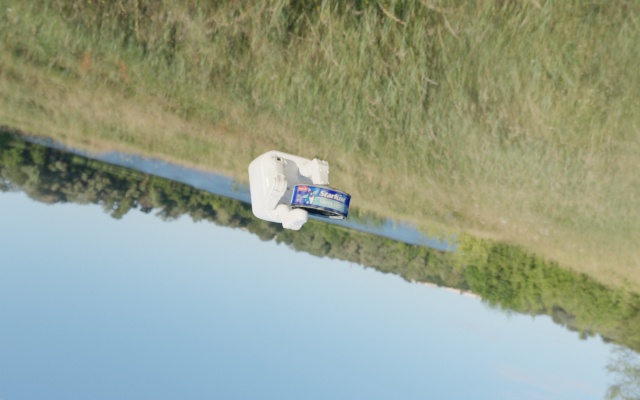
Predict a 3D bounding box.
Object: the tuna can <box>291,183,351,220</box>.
[{"bbox_3d":[0.000,0.003,0.695,0.086,0.033,0.086,11,-9,2],"label":"tuna can"}]
